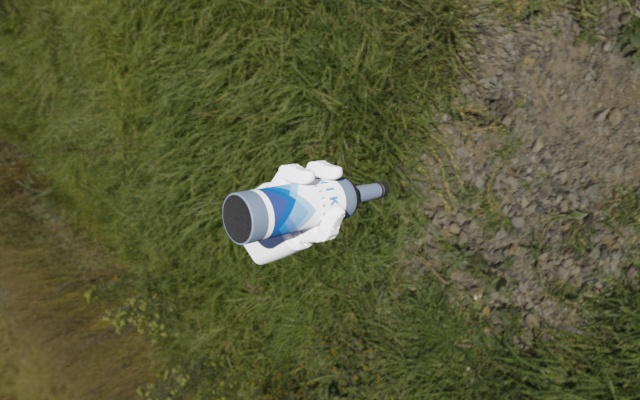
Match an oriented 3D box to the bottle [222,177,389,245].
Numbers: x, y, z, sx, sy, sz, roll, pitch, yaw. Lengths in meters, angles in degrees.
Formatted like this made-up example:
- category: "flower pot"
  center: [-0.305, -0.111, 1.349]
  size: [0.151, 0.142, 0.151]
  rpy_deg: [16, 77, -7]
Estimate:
- category: "bottle"
  center: [0.000, 0.002, 0.696]
  size: [0.295, 0.069, 0.069]
  rpy_deg: [-11, 8, -44]
